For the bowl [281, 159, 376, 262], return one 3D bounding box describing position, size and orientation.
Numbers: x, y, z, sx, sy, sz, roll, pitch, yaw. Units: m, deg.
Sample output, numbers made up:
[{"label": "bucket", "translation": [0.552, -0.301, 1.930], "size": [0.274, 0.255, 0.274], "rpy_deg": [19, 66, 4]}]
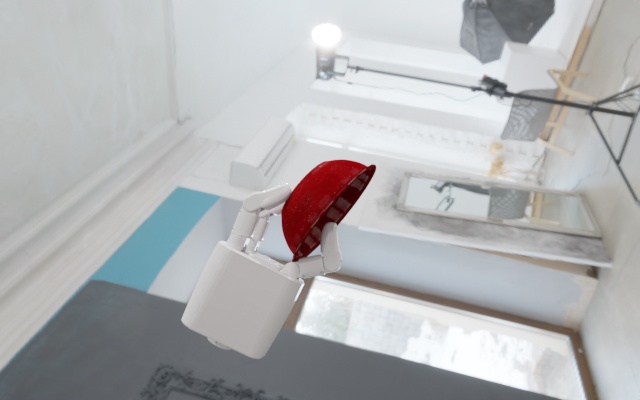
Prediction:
[{"label": "bowl", "translation": [0.001, 0.001, 0.610], "size": [0.055, 0.162, 0.162], "rpy_deg": [40, 9, 11]}]
